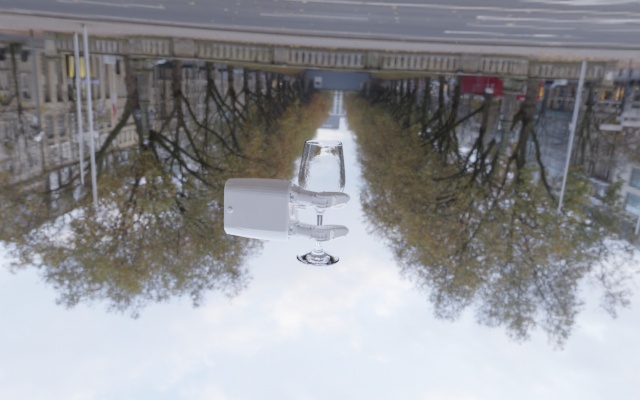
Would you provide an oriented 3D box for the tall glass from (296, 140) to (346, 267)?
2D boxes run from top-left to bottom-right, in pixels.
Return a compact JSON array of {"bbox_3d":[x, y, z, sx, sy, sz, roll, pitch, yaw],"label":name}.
[{"bbox_3d":[0.000,0.003,0.793,0.079,0.201,0.079,3,14,-1],"label":"tall glass"}]
